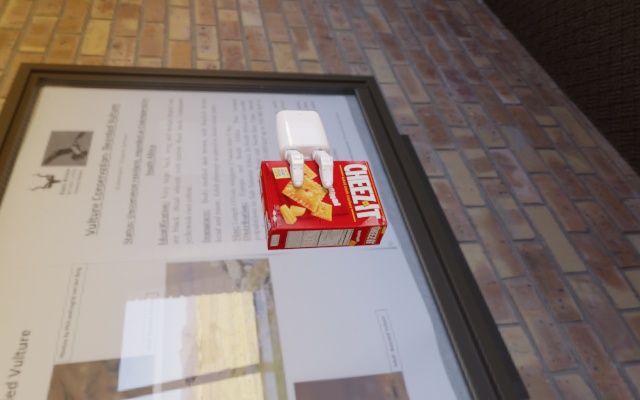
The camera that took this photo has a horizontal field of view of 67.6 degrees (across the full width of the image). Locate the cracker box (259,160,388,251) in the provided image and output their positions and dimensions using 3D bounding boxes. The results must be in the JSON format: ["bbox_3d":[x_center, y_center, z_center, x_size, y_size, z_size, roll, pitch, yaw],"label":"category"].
[{"bbox_3d":[0.000,0.003,0.889,0.214,0.164,0.072,-2,-38,-14],"label":"cracker box"}]
